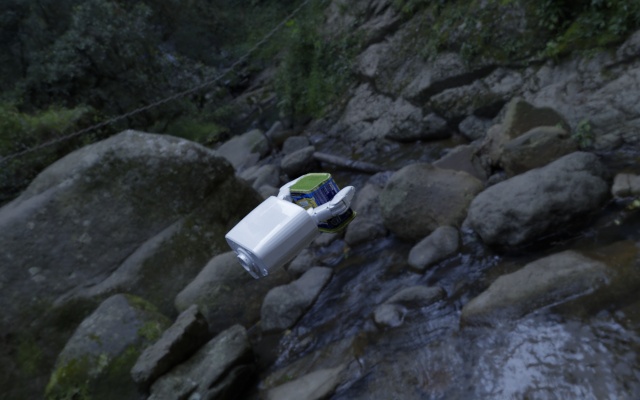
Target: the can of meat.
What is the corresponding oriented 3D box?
[{"bbox_3d":[0.000,0.002,0.799,0.057,0.084,0.102,-39,19,-22],"label":"can of meat"}]
